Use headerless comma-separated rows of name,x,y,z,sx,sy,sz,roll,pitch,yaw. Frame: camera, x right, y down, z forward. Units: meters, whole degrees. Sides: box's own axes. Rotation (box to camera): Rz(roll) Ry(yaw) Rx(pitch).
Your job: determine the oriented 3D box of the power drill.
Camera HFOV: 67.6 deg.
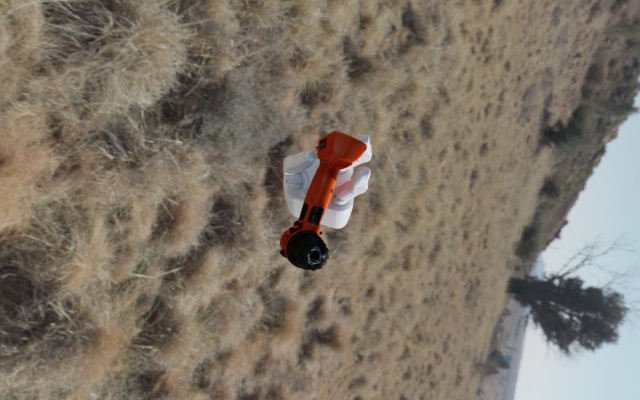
power drill,0.000,0.002,0.655,0.057,0.187,0.184,24,-4,-12
